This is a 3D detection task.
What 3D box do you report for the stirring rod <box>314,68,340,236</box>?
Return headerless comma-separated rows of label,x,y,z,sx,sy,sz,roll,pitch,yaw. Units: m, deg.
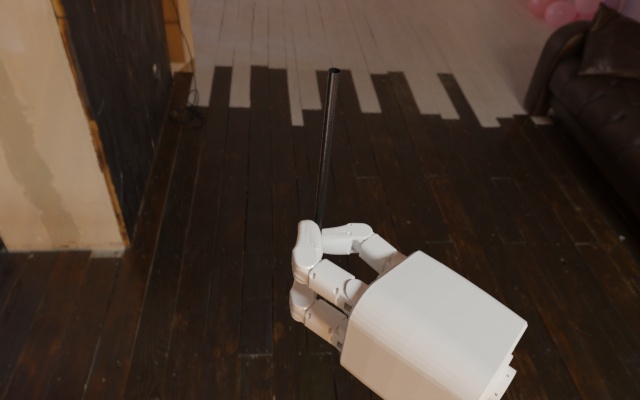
stirring rod,0.000,0.001,0.402,0.011,0.240,0.011,3,42,-3
